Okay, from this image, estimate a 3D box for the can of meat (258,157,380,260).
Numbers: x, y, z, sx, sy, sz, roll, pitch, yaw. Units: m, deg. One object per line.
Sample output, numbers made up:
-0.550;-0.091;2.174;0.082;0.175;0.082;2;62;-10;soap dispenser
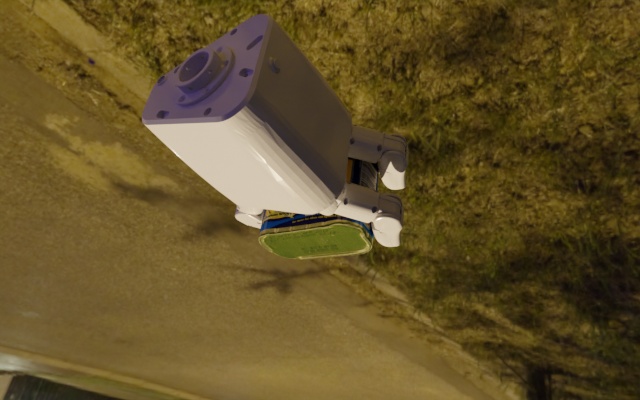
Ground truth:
0.000;0.002;0.417;0.102;0.084;0.057;-10;-36;27;can of meat
